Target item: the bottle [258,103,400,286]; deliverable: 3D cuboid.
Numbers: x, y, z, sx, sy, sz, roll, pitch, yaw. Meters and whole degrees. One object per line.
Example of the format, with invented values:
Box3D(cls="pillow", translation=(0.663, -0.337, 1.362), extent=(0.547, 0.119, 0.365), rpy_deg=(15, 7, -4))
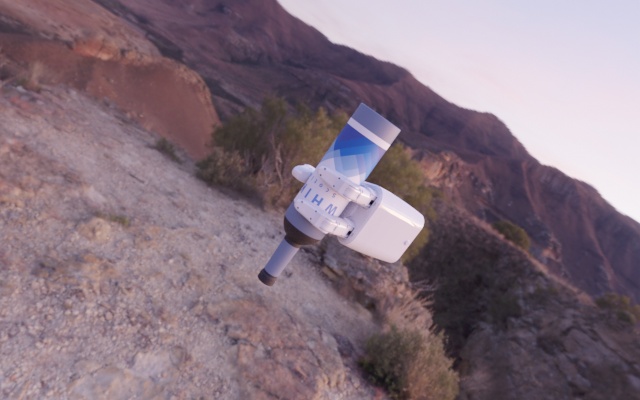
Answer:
Box3D(cls="bottle", translation=(0.000, 0.002, 0.685), extent=(0.069, 0.296, 0.069), rpy_deg=(34, 12, -8))
